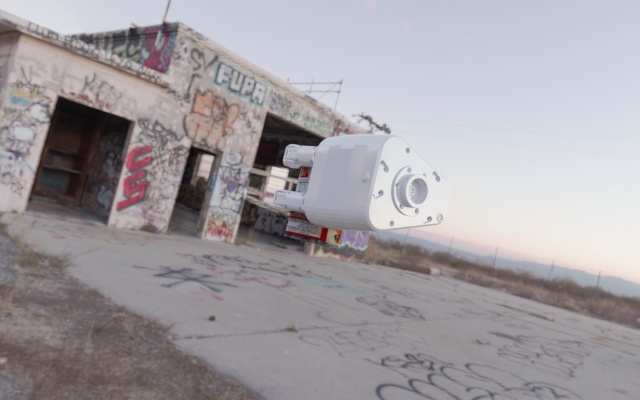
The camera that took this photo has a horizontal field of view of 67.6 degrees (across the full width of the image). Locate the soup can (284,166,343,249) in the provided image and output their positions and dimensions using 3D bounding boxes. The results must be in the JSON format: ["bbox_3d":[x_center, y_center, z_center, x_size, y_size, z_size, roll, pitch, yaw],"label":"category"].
[{"bbox_3d":[0.000,0.002,0.584,0.068,0.102,0.068,13,-5,1],"label":"soup can"}]
